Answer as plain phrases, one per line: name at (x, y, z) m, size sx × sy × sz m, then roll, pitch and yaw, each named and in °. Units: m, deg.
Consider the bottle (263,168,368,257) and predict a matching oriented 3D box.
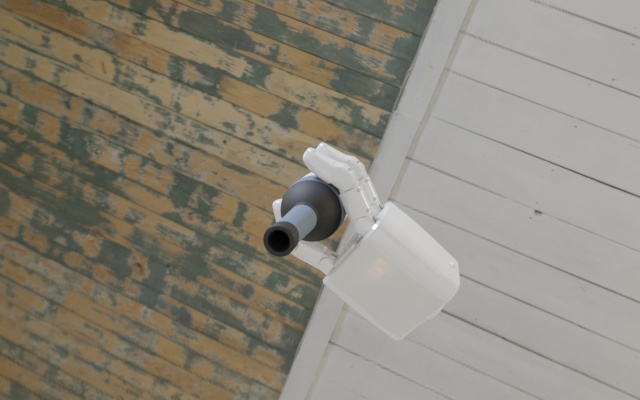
bottle at (0.000, 0.002, 0.527) m, size 0.069 × 0.069 × 0.295 m, roll 0°, pitch 12°, yaw 14°
